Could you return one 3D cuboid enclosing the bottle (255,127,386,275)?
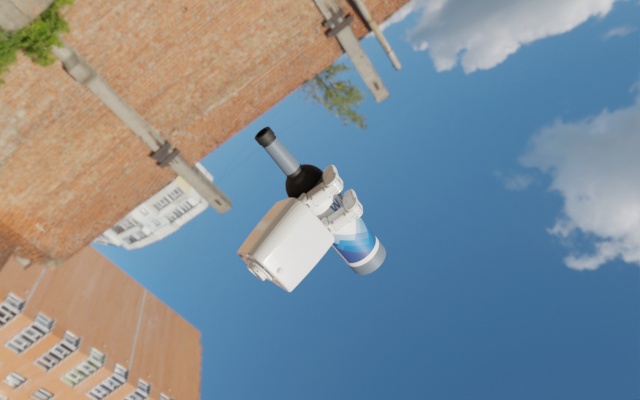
[{"bbox_3d":[0.000,0.003,0.749,0.069,0.069,0.296,0,-42,50],"label":"bottle"}]
